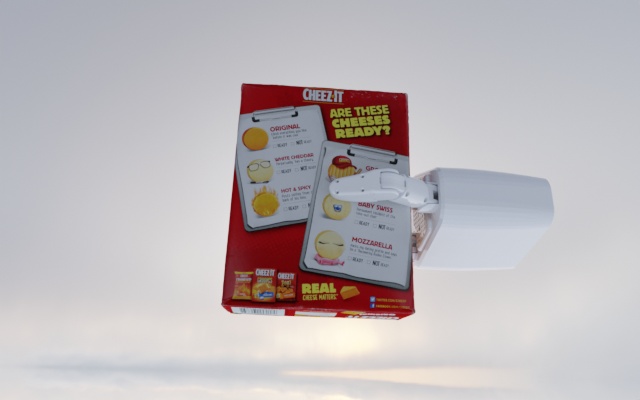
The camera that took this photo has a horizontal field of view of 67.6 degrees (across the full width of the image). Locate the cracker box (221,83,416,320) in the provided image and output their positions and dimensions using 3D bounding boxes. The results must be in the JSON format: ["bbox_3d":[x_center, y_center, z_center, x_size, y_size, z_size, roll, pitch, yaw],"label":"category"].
[{"bbox_3d":[0.000,0.002,0.456,0.164,0.213,0.072,3,-20,-4],"label":"cracker box"}]
